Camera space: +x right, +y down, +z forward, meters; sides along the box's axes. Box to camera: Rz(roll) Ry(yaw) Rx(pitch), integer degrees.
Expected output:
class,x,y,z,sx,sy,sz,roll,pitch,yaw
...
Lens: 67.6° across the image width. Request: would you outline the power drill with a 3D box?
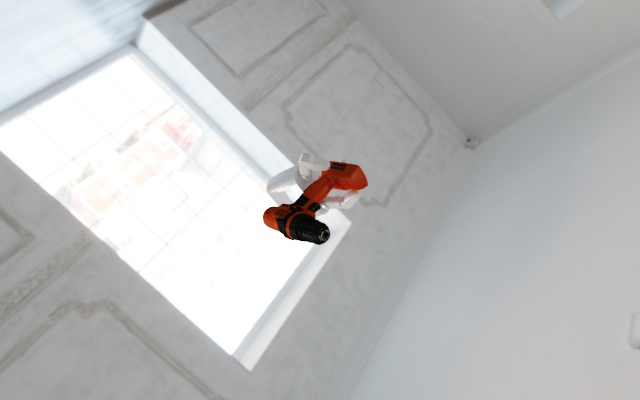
class,x,y,z,sx,sy,sz,roll,pitch,yaw
power drill,0.000,0.003,0.889,0.187,0.057,0.184,-40,32,-25
